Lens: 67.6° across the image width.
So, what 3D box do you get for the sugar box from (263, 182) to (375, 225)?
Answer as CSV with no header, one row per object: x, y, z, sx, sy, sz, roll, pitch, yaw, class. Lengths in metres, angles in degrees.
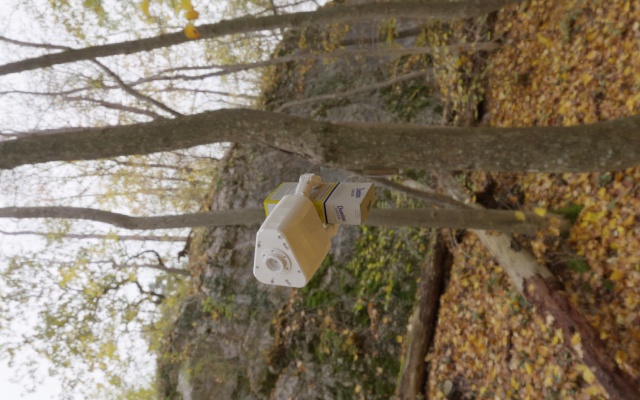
0.000,0.003,0.839,0.176,0.048,0.093,4,27,20,sugar box
